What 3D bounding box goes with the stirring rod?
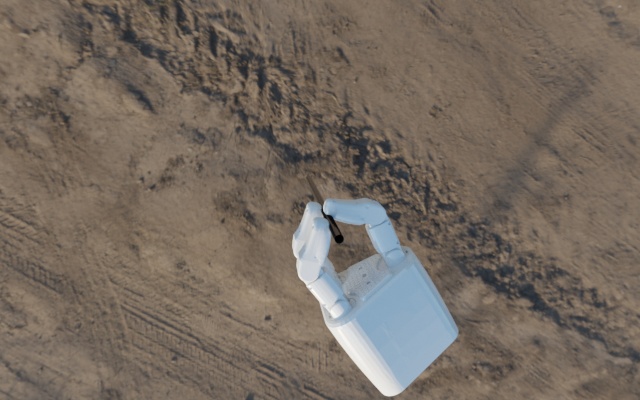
[{"bbox_3d":[0.000,0.002,0.516,0.011,0.011,0.239,0,15,-8],"label":"stirring rod"}]
